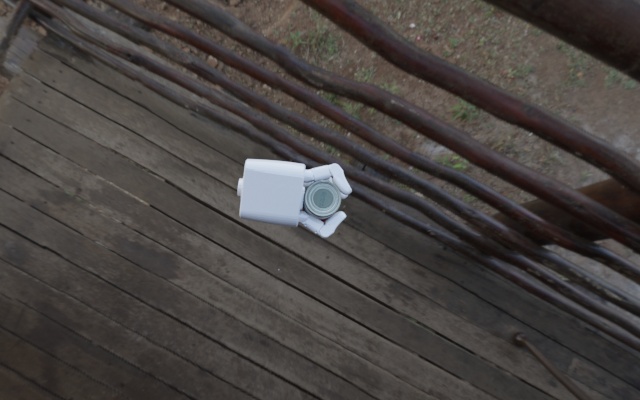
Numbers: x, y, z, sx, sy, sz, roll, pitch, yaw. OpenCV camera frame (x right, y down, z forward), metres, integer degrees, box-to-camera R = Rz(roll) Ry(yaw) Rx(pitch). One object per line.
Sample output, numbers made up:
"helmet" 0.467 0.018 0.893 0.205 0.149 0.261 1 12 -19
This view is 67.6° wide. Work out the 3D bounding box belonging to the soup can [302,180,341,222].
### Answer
"soup can" 0.001 0.003 0.886 0.068 0.068 0.102 0 -8 -5
